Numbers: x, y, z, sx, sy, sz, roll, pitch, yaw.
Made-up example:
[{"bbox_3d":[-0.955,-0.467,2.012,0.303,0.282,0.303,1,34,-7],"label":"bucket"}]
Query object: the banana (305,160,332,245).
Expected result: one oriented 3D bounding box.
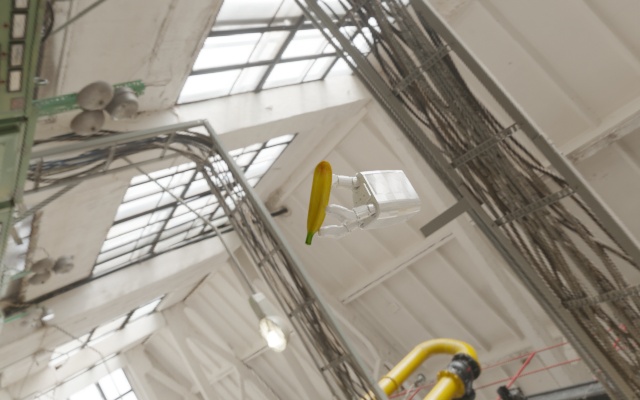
[{"bbox_3d":[0.000,-0.007,0.889,0.037,0.198,0.069,6,40,-4],"label":"banana"}]
